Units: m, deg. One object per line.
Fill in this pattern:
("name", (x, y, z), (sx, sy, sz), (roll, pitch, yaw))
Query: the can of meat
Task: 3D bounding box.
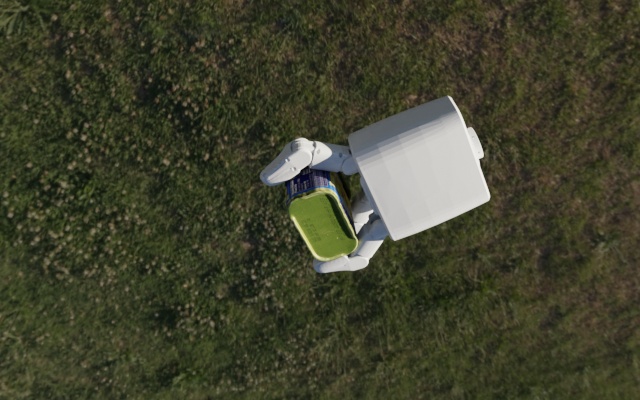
("can of meat", (0.000, 0.002, 0.504), (0.057, 0.102, 0.083), (-20, 40, 10))
